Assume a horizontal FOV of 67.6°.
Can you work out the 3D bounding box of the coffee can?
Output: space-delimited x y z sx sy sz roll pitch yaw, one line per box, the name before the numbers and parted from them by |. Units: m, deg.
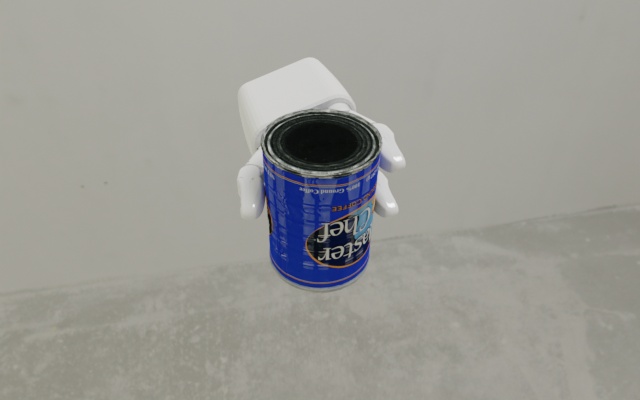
coffee can | 0.000 0.002 0.443 0.103 0.140 0.102 1 40 -1
